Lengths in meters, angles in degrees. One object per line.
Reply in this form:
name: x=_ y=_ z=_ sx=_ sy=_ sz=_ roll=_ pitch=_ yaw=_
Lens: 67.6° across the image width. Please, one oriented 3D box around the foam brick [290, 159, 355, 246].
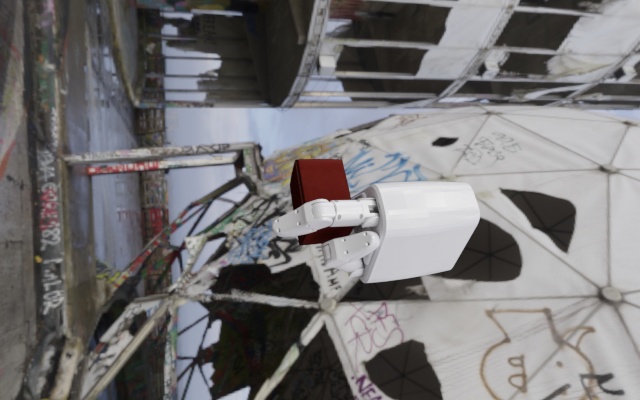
foam brick: x=0.000 y=0.001 z=0.503 sx=0.051 sy=0.078 sz=0.053 roll=-4 pitch=-25 yaw=-14
